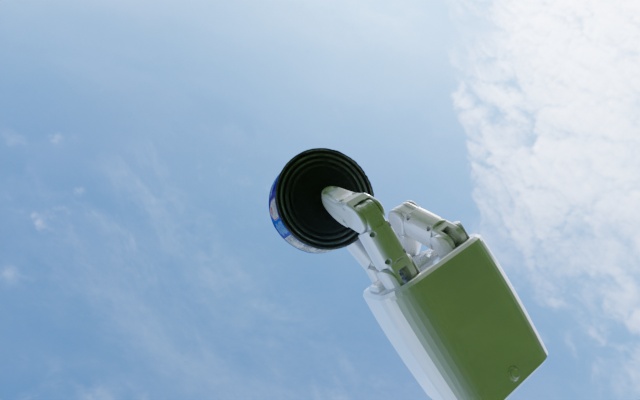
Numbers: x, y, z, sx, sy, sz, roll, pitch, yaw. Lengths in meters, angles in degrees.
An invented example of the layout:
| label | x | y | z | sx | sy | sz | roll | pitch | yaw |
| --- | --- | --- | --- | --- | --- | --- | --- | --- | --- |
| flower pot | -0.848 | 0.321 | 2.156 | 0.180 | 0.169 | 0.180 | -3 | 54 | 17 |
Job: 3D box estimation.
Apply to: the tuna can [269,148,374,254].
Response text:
| label | x | y | z | sx | sy | sz | roll | pitch | yaw |
| --- | --- | --- | --- | --- | --- | --- | --- | --- | --- |
| tuna can | 0.000 | 0.001 | 0.405 | 0.086 | 0.086 | 0.034 | 0 | -13 | -18 |
